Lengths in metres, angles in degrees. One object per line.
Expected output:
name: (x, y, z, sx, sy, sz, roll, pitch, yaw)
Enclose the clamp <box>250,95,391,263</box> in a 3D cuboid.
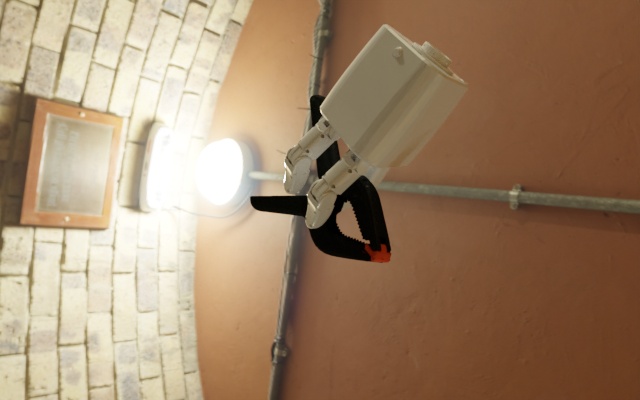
clamp: (0.001, 0.002, 0.537, 0.036, 0.165, 0.210, 11, 36, -47)
